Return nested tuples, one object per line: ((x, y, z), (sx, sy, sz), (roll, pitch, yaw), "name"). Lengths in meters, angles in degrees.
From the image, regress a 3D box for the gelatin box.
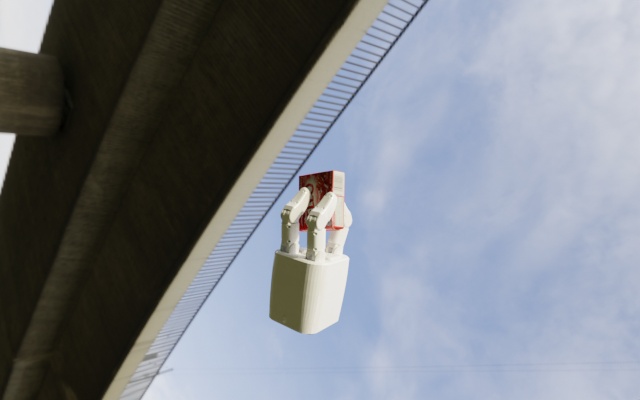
((0.000, 0.002, 0.728), (0.073, 0.089, 0.030), (-6, -11, 43), "gelatin box")
